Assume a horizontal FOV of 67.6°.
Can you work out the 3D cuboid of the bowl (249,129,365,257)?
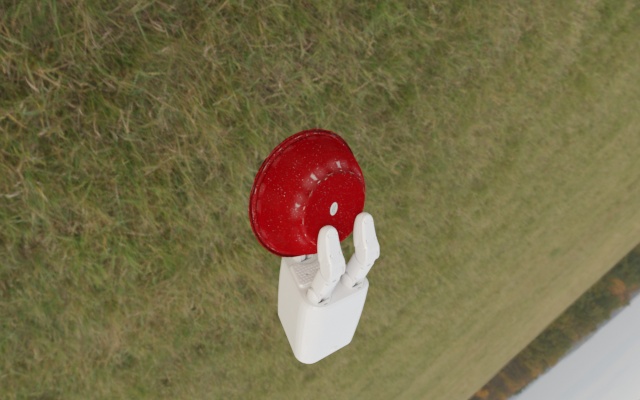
[{"bbox_3d":[0.000,0.001,0.550,0.162,0.162,0.055,0,19,-41],"label":"bowl"}]
